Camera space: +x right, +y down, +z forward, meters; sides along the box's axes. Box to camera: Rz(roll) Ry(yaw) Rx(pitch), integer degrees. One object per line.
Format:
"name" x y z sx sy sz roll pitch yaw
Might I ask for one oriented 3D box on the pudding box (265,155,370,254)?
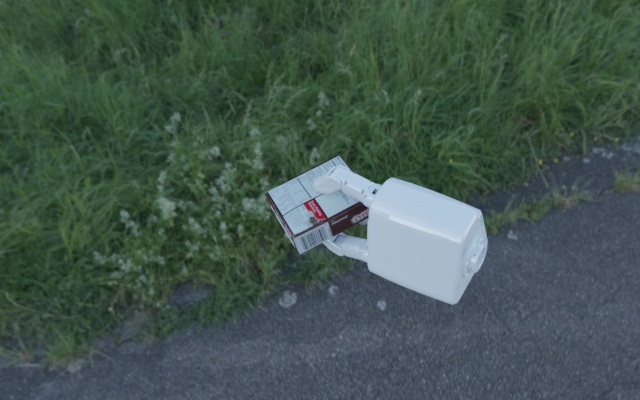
"pudding box" 0.000 0.002 0.596 0.113 0.039 0.090 -26 48 -10
